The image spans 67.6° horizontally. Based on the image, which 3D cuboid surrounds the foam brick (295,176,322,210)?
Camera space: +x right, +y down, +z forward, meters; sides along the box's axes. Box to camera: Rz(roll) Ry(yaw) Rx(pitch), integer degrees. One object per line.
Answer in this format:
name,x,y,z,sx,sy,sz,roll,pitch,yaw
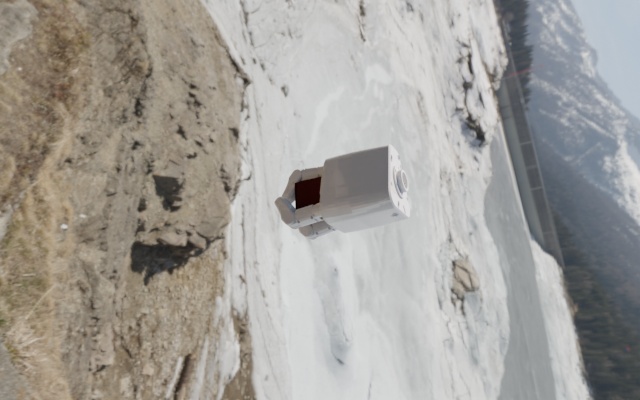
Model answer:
foam brick,0.000,0.002,0.754,0.051,0.053,0.078,-12,-22,24
